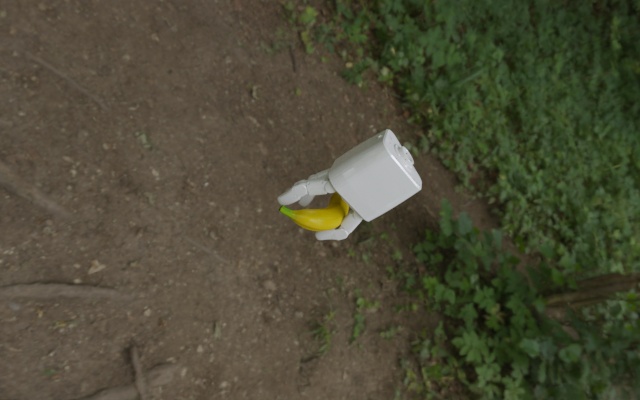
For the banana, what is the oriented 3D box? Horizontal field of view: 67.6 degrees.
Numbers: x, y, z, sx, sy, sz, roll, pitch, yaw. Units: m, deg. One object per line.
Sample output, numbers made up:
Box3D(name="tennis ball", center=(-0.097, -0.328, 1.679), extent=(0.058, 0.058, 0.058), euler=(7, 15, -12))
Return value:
Box3D(name="banana", center=(0.010, 0.017, 0.811), extent=(0.037, 0.069, 0.198), euler=(-44, -14, 25))
